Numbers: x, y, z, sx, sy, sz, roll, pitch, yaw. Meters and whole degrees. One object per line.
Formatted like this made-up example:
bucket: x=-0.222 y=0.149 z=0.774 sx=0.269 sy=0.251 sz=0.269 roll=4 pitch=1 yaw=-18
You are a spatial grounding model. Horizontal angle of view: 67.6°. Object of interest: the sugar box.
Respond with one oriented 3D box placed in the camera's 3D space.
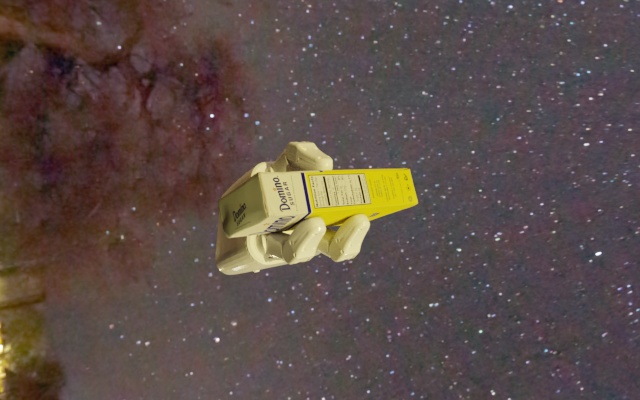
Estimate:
sugar box: x=0.000 y=0.002 z=0.470 sx=0.176 sy=0.048 sz=0.093 roll=-7 pitch=-11 yaw=-35
